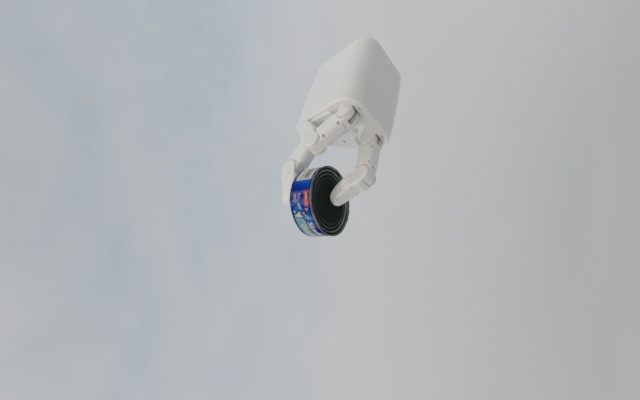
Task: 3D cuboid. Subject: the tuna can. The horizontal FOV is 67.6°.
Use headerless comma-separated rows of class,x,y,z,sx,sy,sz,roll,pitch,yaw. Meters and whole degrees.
tuna can,0.000,0.002,0.585,0.034,0.086,0.086,-6,-4,34
